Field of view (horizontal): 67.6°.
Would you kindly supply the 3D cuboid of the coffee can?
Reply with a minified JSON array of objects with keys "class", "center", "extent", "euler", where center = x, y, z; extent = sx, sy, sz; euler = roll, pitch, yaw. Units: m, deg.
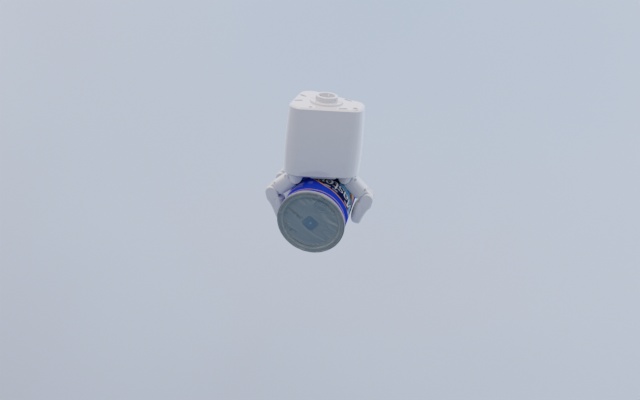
[{"class":"coffee can","center":[0.000,0.003,0.760],"extent":[0.103,0.103,0.140],"euler":[0,27,14]}]
